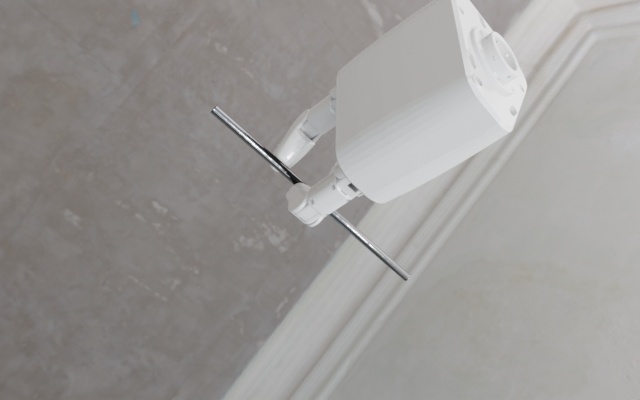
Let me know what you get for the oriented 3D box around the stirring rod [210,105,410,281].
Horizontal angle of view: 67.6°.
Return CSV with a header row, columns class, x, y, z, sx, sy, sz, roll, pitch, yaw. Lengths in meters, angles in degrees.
class,x,y,z,sx,sy,sz,roll,pitch,yaw
stirring rod,0.000,0.001,0.420,0.239,0.011,0.011,41,-18,-22
